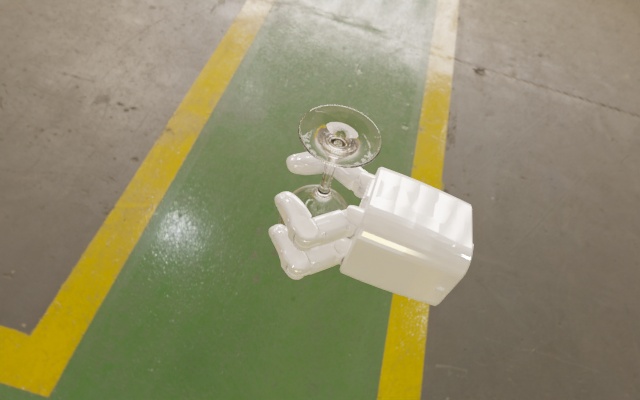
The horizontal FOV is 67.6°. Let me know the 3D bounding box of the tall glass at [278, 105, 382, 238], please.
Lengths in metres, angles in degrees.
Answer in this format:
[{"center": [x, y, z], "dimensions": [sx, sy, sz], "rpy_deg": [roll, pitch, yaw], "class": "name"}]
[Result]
[{"center": [0.000, 0.001, 0.491], "dimensions": [0.079, 0.079, 0.201], "rpy_deg": [0, -36, -13], "class": "tall glass"}]
